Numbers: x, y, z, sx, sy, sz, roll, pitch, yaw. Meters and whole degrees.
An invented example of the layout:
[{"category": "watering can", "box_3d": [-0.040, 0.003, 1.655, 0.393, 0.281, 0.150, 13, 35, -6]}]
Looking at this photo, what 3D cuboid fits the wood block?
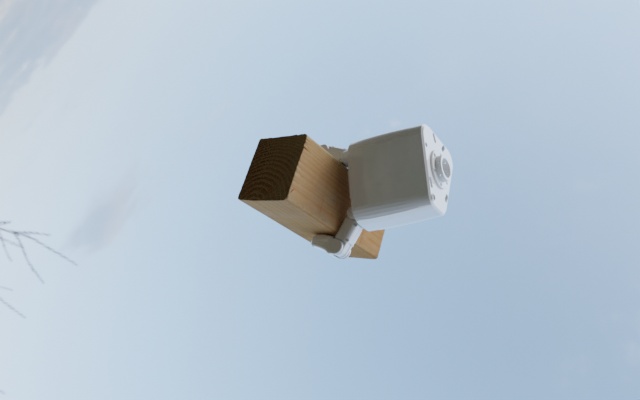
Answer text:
[{"category": "wood block", "box_3d": [0.000, 0.002, 0.657, 0.090, 0.090, 0.206, 1, -24, 41]}]
